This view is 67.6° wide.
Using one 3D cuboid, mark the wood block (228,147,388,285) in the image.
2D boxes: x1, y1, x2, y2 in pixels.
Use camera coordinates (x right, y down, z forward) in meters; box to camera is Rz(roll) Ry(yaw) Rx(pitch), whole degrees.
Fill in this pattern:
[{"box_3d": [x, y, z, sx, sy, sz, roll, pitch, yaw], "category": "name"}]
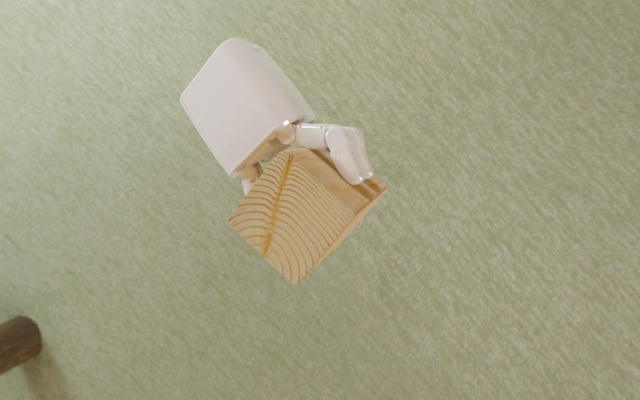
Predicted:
[{"box_3d": [0.000, 0.002, 0.519, 0.090, 0.091, 0.206, 42, 17, 7], "category": "wood block"}]
